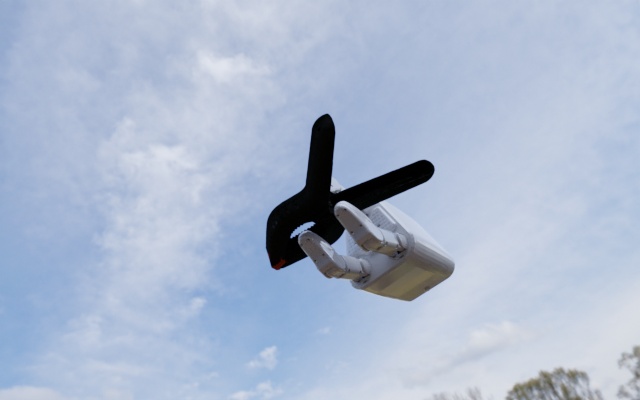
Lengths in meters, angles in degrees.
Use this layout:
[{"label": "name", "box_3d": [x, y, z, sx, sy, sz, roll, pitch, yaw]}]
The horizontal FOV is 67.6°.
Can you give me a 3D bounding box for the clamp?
[{"label": "clamp", "box_3d": [0.000, 0.001, 0.508, 0.210, 0.036, 0.164, -41, -42, 24]}]
